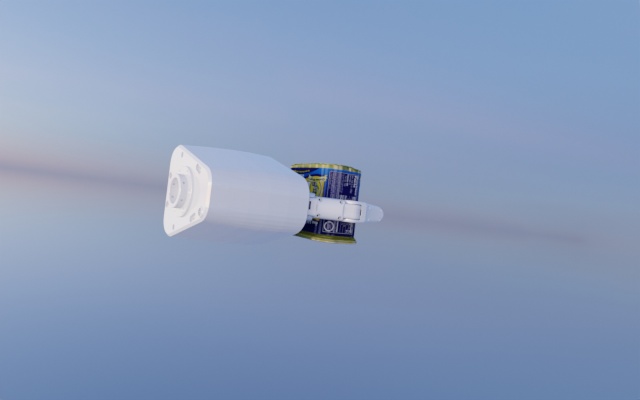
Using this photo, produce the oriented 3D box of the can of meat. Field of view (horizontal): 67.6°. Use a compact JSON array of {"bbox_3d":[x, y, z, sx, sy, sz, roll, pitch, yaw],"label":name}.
[{"bbox_3d":[0.000,0.001,0.551,0.057,0.084,0.102,7,0,-33],"label":"can of meat"}]
